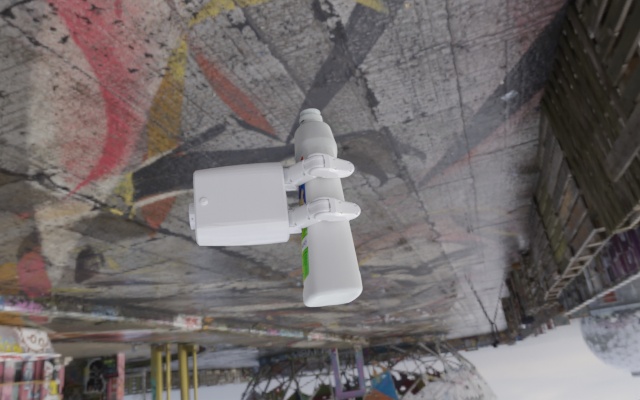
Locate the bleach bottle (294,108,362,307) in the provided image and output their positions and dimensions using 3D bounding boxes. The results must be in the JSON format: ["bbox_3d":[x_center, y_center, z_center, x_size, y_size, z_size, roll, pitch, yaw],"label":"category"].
[{"bbox_3d":[0.000,0.002,0.614,0.068,0.250,0.103,-4,-20,-9],"label":"bleach bottle"}]
